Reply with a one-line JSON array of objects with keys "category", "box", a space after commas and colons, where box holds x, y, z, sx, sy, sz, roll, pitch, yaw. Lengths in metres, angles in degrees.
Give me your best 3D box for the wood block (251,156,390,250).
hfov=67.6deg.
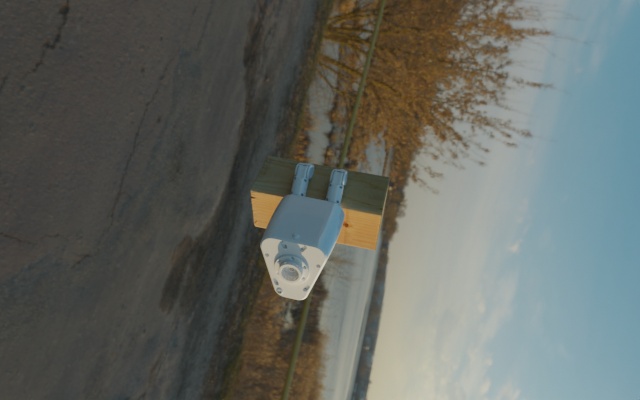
[{"category": "wood block", "box": [0.000, 0.003, 0.783, 0.206, 0.091, 0.090, 11, 46, 9]}]
